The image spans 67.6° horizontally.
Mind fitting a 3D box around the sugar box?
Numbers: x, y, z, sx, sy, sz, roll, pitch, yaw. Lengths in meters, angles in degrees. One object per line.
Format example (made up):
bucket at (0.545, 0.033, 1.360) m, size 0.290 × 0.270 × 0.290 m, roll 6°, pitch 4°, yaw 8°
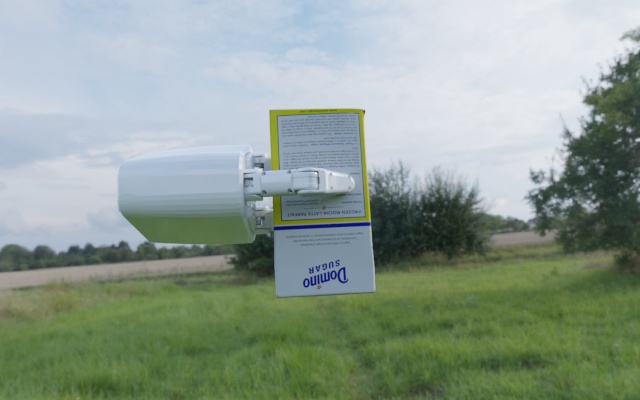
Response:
sugar box at (0.000, 0.001, 0.460) m, size 0.093 × 0.176 × 0.048 m, roll -2°, pitch -4°, yaw -3°
